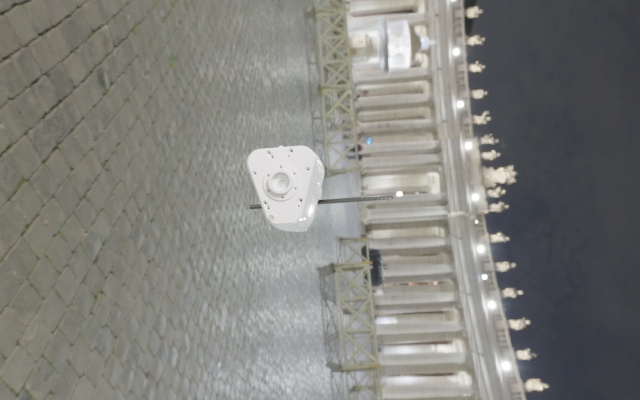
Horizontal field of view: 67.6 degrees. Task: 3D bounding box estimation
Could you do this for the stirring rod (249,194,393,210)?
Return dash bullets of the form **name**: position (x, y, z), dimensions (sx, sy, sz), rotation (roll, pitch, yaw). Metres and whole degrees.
- **stirring rod**: position (0.000, 0.003, 0.798), dimensions (0.239, 0.011, 0.011), rotation (-4, 0, 5)
